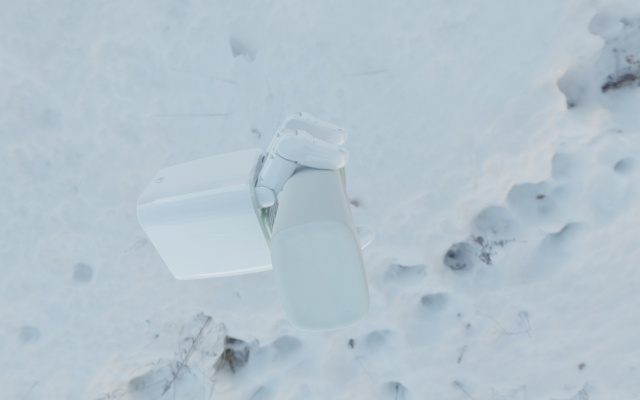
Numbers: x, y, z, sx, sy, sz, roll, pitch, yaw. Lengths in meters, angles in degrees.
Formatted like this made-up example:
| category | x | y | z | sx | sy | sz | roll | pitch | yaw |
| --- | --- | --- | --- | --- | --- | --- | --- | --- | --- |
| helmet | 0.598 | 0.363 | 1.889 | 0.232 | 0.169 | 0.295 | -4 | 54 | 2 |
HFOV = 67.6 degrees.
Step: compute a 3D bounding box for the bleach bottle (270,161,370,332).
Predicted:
| category | x | y | z | sx | sy | sz | roll | pitch | yaw |
| --- | --- | --- | --- | --- | --- | --- | --- | --- | --- |
| bleach bottle | 0.000 | 0.001 | 0.457 | 0.068 | 0.103 | 0.250 | -9 | 26 | 5 |
